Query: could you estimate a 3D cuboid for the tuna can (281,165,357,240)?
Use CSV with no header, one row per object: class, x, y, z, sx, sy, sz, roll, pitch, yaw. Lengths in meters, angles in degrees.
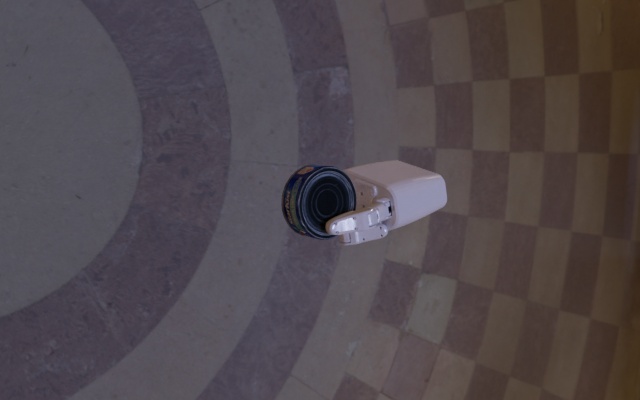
tuna can,0.000,0.002,0.551,0.086,0.086,0.034,0,5,-36
